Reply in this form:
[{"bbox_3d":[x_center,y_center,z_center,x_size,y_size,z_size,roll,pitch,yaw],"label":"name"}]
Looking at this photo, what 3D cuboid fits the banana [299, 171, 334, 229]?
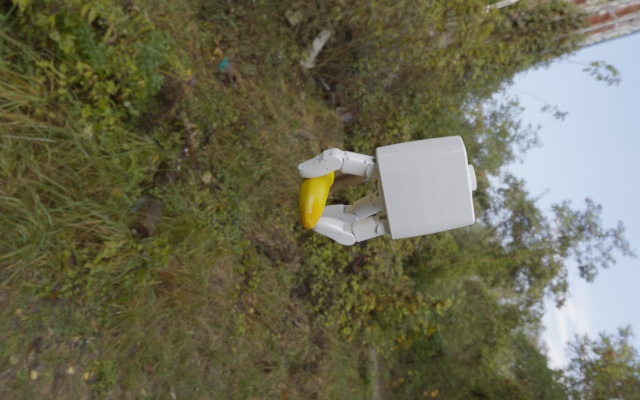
[{"bbox_3d":[-0.002,-0.017,0.652,0.037,0.069,0.197,-6,10,8],"label":"banana"}]
